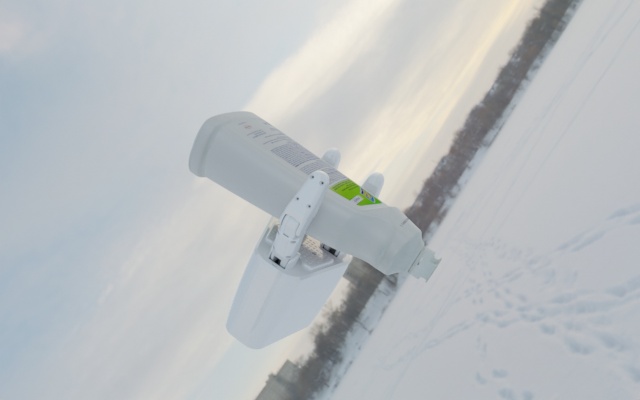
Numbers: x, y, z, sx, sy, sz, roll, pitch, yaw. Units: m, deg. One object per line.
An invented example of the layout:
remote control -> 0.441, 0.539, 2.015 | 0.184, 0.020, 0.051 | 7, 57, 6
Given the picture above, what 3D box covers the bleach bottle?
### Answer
bleach bottle -> 0.000, 0.001, 0.467 | 0.251, 0.068, 0.102 | 33, 26, 13
